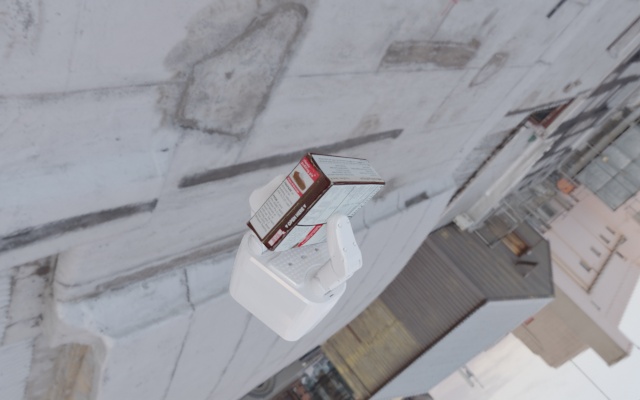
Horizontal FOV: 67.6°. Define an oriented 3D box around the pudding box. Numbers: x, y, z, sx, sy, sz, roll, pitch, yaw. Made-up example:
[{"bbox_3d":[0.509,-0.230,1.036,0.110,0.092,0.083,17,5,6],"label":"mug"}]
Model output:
[{"bbox_3d":[0.000,0.002,0.441,0.090,0.039,0.113,-48,-19,22],"label":"pudding box"}]
